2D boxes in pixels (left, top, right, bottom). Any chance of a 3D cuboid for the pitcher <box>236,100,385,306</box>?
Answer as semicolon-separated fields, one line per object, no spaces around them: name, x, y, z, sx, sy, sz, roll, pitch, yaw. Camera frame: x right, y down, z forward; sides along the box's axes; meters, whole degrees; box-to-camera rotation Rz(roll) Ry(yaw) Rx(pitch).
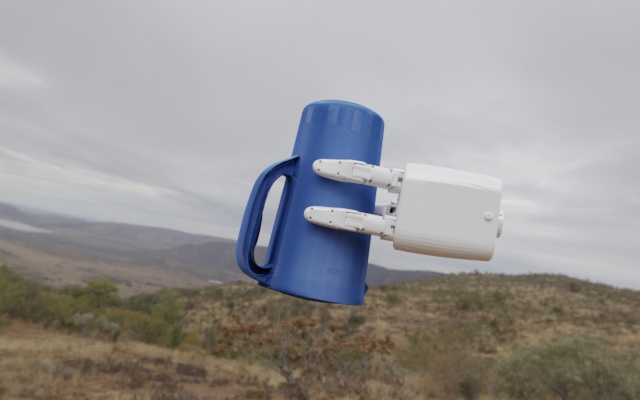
pitcher;0.000;0.002;0.596;0.145;0.243;0.149;9;-7;15
